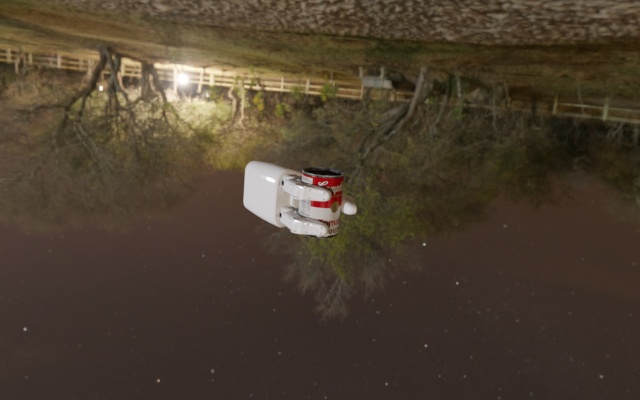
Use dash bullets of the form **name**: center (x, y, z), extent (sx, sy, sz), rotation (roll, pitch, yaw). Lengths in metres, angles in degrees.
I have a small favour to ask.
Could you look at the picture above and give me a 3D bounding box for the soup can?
- **soup can**: center (0.000, 0.003, 0.772), extent (0.068, 0.102, 0.068), rotation (5, 14, -1)
